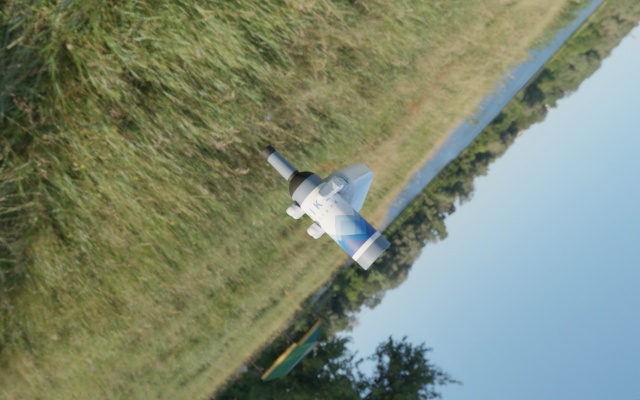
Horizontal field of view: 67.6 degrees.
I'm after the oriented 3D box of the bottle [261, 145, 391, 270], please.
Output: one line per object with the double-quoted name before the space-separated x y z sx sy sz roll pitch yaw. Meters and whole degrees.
"bottle" 0.000 0.003 0.893 0.295 0.069 0.069 44 9 10
